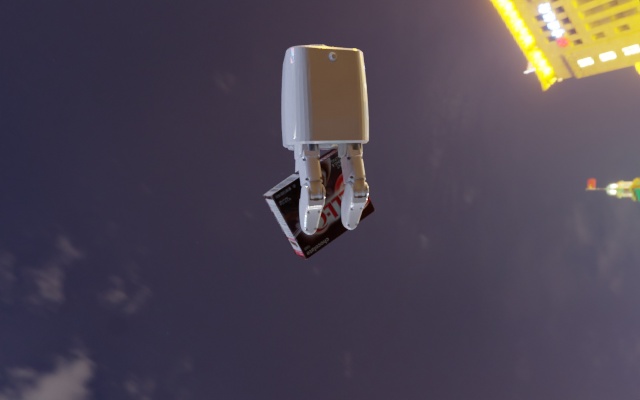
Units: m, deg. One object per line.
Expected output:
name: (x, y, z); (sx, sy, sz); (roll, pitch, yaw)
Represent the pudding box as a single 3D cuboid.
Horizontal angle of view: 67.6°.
pudding box: (0.000, 0.002, 0.575); (0.113, 0.090, 0.039); (-34, 18, -18)
